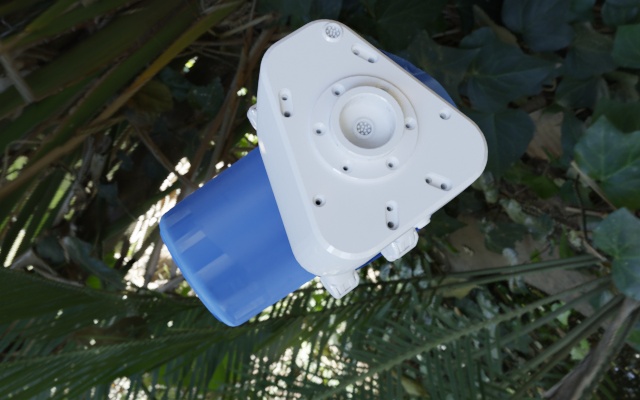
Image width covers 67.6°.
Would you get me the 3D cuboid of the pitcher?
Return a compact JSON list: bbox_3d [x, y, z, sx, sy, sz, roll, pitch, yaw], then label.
[{"bbox_3d":[0.000,0.001,0.410,0.243,0.149,0.145,-34,-4,-11],"label":"pitcher"}]
